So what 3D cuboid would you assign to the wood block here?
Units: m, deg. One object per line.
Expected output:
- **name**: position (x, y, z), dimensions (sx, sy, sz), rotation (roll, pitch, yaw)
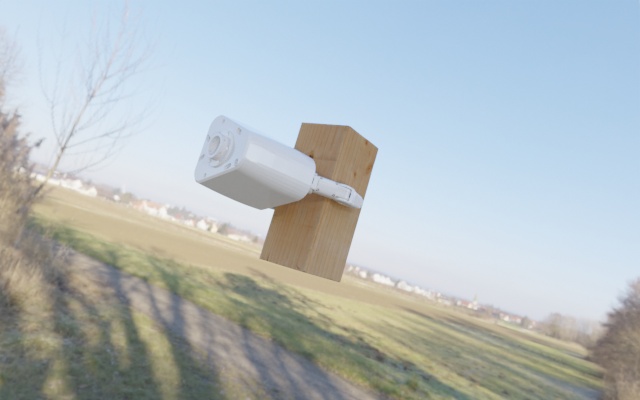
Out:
- **wood block**: position (0.000, 0.002, 0.689), dimensions (0.091, 0.206, 0.090), rotation (11, -10, 37)
